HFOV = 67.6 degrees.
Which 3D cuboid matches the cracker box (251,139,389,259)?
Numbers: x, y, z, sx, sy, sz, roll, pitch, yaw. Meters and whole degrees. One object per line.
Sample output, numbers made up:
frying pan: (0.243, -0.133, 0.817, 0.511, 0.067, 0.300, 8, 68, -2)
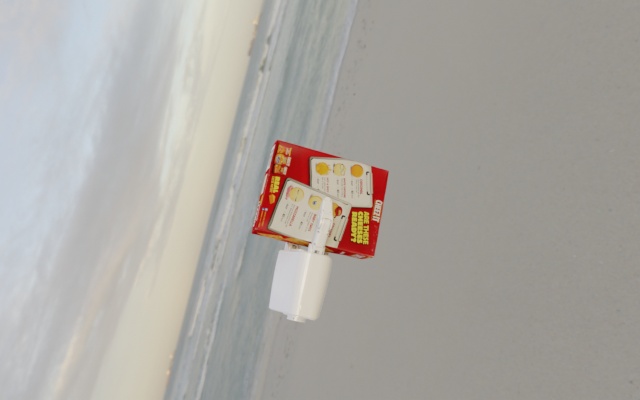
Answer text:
cracker box: (0.000, 0.003, 0.853, 0.214, 0.164, 0.072, 14, -13, -12)
